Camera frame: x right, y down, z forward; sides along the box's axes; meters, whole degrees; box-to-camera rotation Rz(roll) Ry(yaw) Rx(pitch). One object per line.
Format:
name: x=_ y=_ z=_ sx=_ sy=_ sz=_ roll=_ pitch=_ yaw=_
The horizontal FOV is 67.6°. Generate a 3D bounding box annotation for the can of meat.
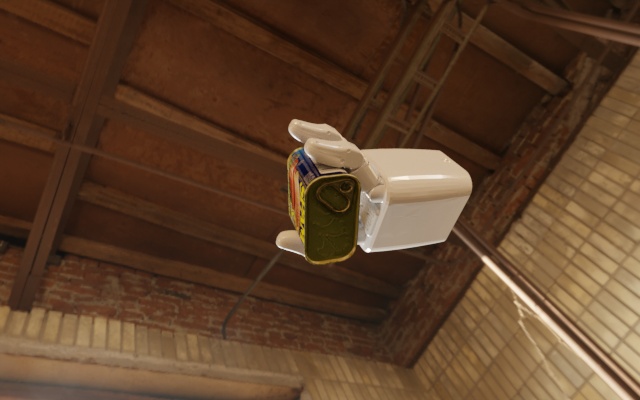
can of meat: x=0.000 y=0.002 z=0.506 sx=0.057 sy=0.102 sz=0.084 roll=-7 pitch=31 yaw=-15
